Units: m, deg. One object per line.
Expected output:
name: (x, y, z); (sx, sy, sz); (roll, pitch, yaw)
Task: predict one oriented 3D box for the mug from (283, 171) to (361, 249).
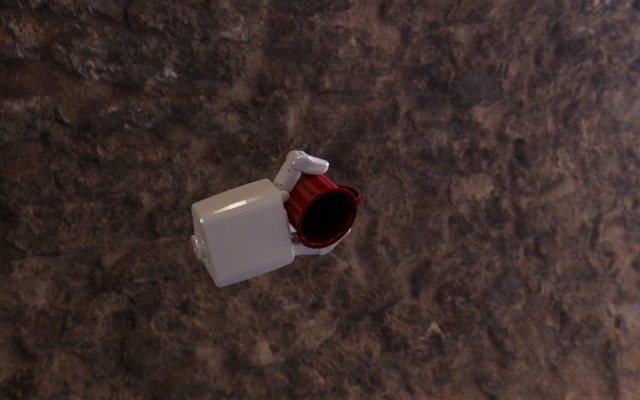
mug: (0.001, 0.002, 0.658); (0.117, 0.093, 0.081); (-18, 38, -24)
